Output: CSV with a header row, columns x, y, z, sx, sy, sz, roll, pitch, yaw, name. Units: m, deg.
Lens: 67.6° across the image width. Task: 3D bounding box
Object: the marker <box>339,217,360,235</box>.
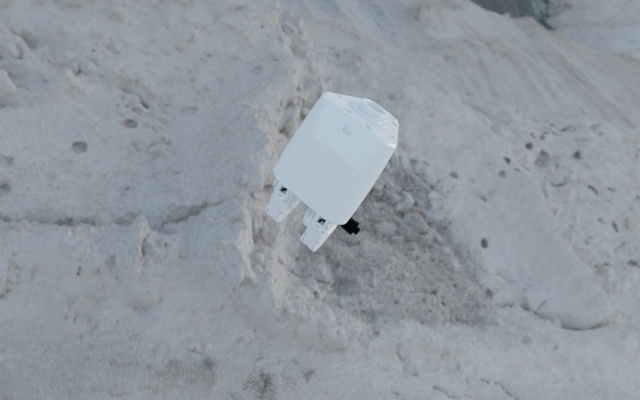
x,y,z,sx,sy,sz,roll,pitch,yaw,name
0.000,0.002,0.598,0.121,0.020,0.020,38,7,9,marker
